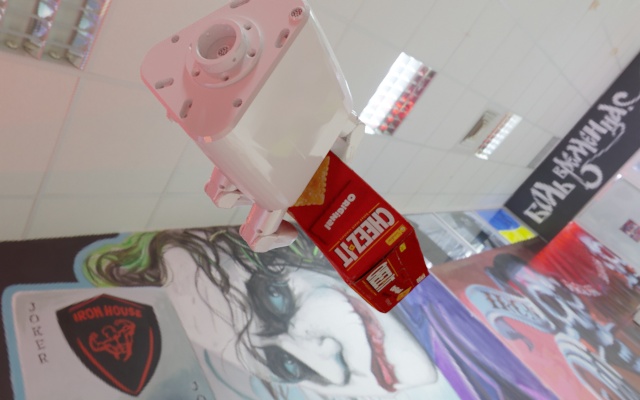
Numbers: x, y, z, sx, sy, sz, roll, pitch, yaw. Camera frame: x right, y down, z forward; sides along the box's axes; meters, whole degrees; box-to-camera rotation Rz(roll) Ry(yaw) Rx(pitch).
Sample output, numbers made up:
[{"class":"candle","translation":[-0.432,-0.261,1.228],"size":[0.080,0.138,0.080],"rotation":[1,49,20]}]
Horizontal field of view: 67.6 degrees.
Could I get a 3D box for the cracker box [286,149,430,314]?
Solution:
[{"class":"cracker box","translation":[0.000,0.001,0.461],"size":[0.213,0.072,0.164],"rotation":[46,-2,26]}]
